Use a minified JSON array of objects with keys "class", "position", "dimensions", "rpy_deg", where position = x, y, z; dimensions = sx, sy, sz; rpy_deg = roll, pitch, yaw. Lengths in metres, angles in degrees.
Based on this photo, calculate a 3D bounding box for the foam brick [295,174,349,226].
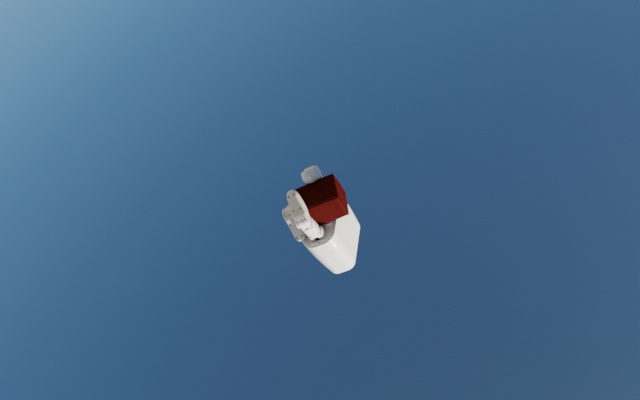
[{"class":"foam brick","position":[0.000,0.002,0.775],"dimensions":[0.078,0.053,0.051],"rpy_deg":[-22,-43,16]}]
